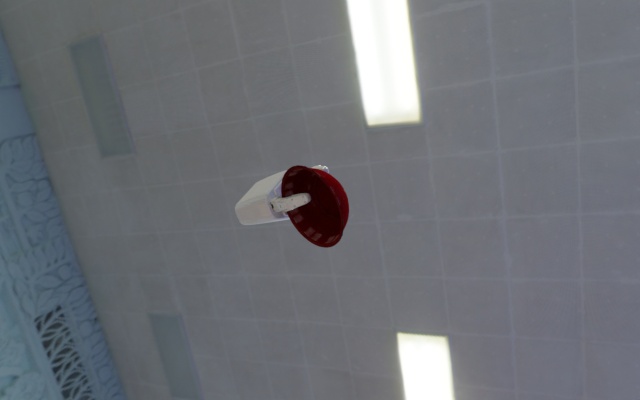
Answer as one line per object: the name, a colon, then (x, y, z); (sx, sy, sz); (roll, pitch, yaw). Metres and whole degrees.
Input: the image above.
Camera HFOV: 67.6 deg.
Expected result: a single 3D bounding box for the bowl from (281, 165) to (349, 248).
bowl: (0.001, 0.003, 0.876); (0.055, 0.162, 0.162); (-29, 18, -36)
